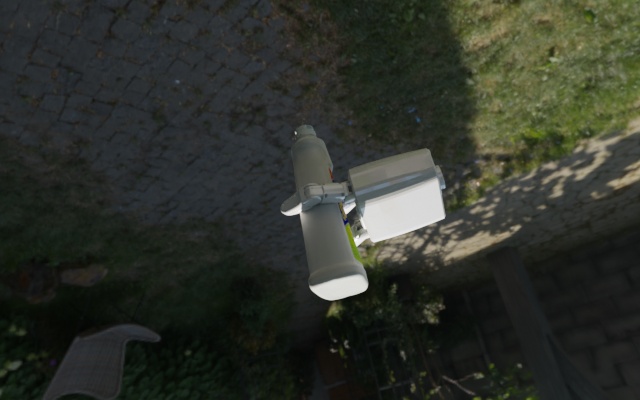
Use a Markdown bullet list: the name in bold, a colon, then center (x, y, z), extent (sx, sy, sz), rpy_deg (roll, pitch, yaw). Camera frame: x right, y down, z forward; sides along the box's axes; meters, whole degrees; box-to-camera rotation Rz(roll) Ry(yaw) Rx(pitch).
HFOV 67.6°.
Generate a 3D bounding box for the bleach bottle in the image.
- **bleach bottle**: center (0.000, 0.002, 0.652), extent (0.068, 0.250, 0.103), rpy_deg (-17, -25, 8)
